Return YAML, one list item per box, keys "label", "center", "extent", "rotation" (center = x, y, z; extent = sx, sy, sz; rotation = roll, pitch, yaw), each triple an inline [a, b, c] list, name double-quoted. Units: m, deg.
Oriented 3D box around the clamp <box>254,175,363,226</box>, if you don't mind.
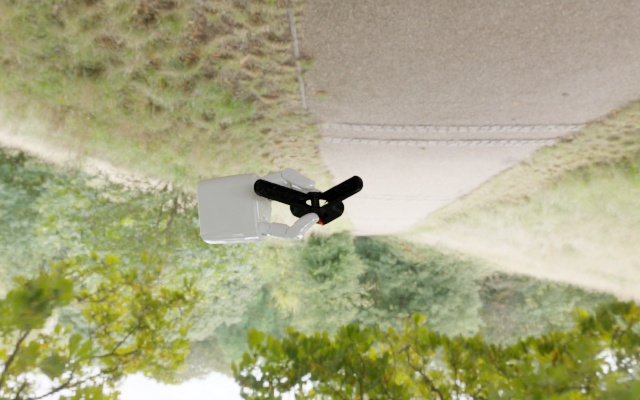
- label: "clamp"
  center: [0.000, 0.004, 0.791]
  extent: [0.164, 0.036, 0.210]
  rotation: [-3, -18, 13]
